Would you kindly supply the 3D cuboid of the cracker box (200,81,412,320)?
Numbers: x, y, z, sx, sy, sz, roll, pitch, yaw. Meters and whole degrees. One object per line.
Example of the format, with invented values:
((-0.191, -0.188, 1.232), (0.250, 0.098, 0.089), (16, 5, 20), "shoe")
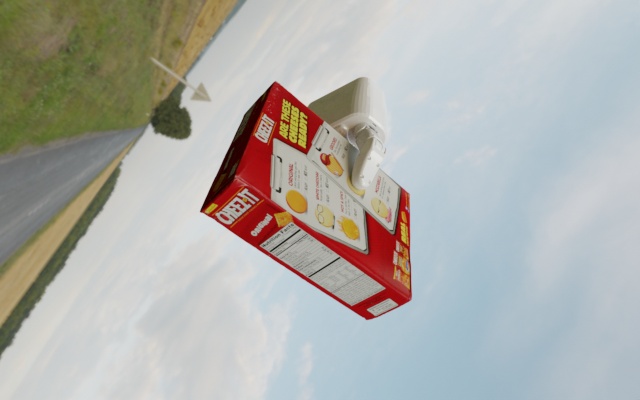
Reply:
((0.000, 0.002, 0.500), (0.214, 0.164, 0.072), (36, -53, -21), "cracker box")
